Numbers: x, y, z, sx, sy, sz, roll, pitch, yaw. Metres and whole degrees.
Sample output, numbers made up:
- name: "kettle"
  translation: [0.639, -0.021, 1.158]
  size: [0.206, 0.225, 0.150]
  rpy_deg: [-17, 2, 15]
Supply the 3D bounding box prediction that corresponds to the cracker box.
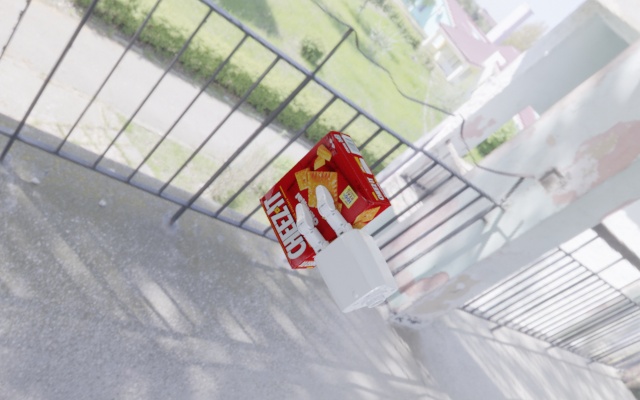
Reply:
- name: "cracker box"
  translation: [0.000, 0.003, 0.876]
  size: [0.214, 0.164, 0.072]
  rpy_deg: [-41, -27, 28]
